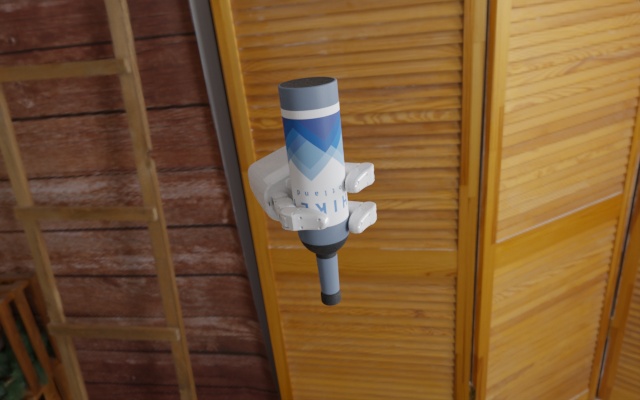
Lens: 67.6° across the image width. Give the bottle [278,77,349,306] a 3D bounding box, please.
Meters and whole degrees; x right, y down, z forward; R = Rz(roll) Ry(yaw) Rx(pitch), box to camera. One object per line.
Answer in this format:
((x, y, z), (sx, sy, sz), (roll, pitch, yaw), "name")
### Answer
((0.000, 0.002, 0.592), (0.069, 0.296, 0.069), (-5, 24, 2), "bottle")
